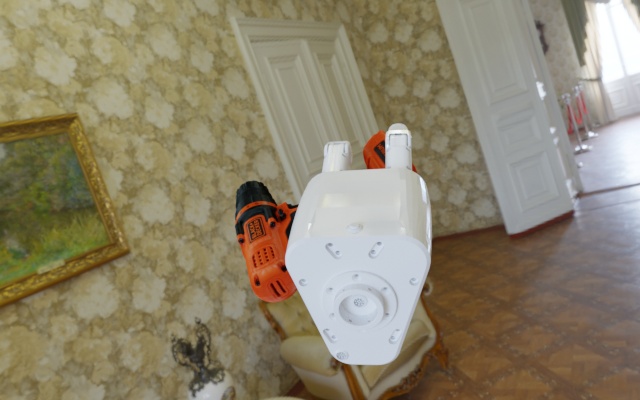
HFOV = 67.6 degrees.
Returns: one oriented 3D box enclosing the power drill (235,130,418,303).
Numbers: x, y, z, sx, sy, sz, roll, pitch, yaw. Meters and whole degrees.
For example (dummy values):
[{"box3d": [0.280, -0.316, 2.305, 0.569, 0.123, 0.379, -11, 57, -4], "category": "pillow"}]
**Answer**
[{"box3d": [0.001, 0.001, 0.491, 0.187, 0.057, 0.184, -29, 36, 2], "category": "power drill"}]
